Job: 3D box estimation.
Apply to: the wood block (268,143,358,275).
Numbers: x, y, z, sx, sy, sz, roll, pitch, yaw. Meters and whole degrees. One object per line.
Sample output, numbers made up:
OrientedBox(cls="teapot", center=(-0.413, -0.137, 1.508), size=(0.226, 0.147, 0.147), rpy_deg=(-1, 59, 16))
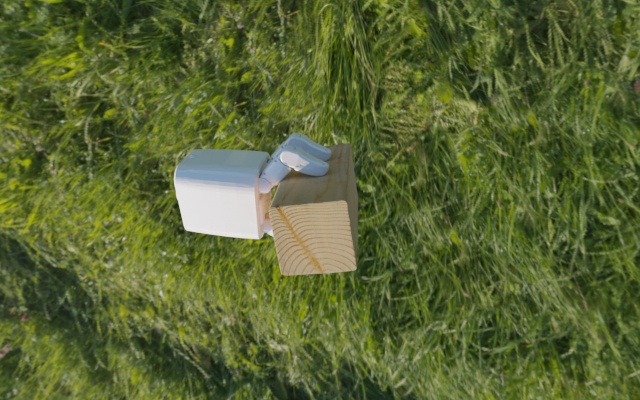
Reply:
OrientedBox(cls="wood block", center=(0.000, 0.002, 0.623), size=(0.090, 0.091, 0.206), rpy_deg=(-6, 24, 7))
